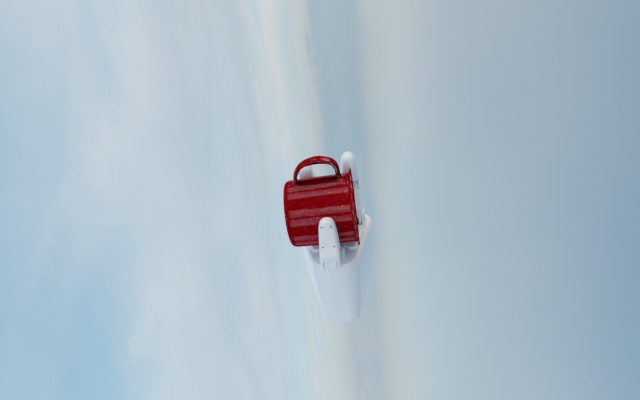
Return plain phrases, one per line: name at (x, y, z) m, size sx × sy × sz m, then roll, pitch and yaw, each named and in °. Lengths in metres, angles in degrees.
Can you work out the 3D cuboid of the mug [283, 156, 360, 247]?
mug at (0.000, 0.001, 0.566) m, size 0.081 × 0.117 × 0.093 m, roll -7°, pitch 32°, yaw 5°
